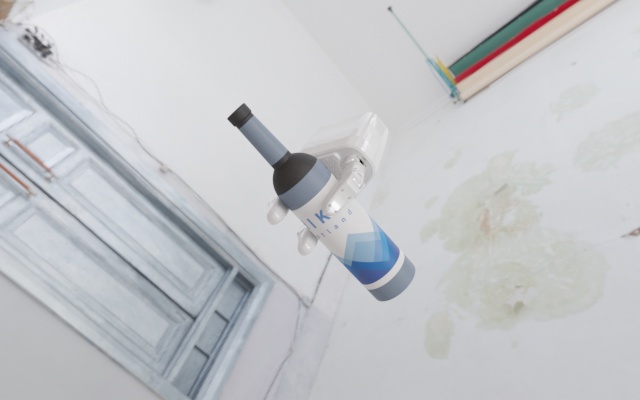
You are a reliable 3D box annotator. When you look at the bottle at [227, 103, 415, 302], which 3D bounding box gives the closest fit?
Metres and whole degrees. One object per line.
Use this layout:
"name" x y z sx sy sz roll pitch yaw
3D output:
"bottle" 0.000 0.002 0.580 0.069 0.296 0.069 -39 16 14
